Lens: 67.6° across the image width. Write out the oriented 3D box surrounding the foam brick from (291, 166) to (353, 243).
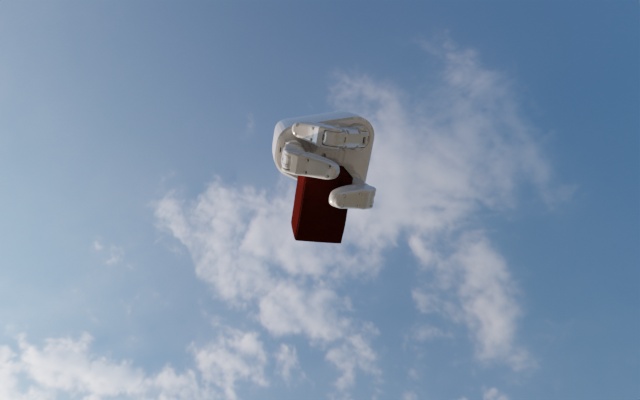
[{"bbox_3d":[0.000,0.002,0.526,0.053,0.078,0.051,7,15,-12],"label":"foam brick"}]
